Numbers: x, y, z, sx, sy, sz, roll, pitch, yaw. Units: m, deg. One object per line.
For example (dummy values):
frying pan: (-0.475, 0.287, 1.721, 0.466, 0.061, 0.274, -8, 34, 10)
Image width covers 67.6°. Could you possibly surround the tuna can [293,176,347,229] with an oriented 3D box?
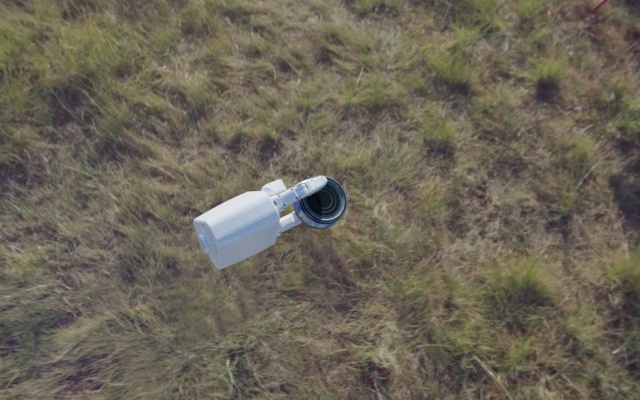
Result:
tuna can: (0.000, 0.002, 0.793, 0.086, 0.086, 0.034, 0, -19, -21)
